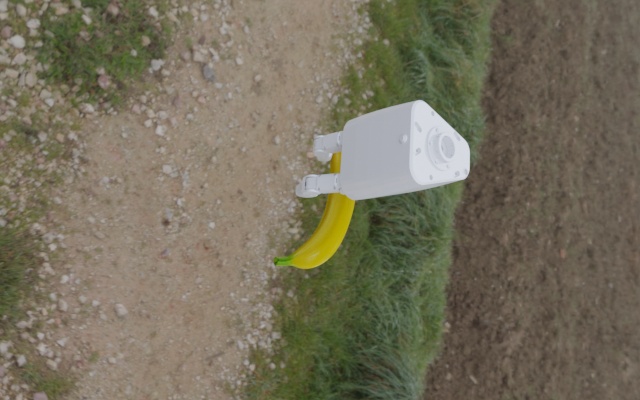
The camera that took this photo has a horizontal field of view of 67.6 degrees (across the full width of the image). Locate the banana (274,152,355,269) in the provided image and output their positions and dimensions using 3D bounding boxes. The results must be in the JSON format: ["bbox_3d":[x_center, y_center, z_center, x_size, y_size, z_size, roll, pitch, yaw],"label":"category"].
[{"bbox_3d":[0.012,0.015,0.640,0.070,0.197,0.037,40,-27,-27],"label":"banana"}]
